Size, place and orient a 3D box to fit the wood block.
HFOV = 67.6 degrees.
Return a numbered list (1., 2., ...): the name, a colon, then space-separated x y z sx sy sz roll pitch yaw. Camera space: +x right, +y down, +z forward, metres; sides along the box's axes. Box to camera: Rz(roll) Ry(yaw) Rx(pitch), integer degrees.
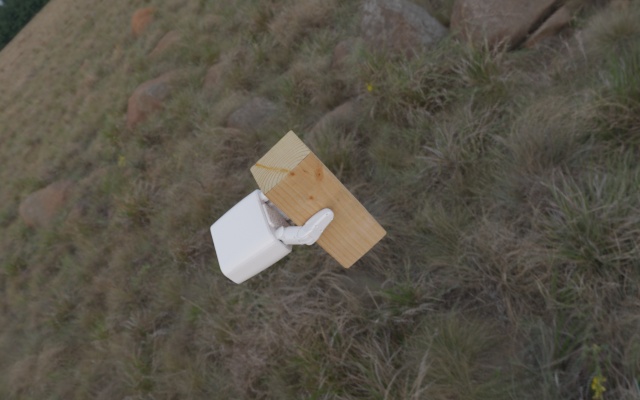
1. wood block: 0.000 0.003 0.743 0.206 0.090 0.090 44 6 -35
